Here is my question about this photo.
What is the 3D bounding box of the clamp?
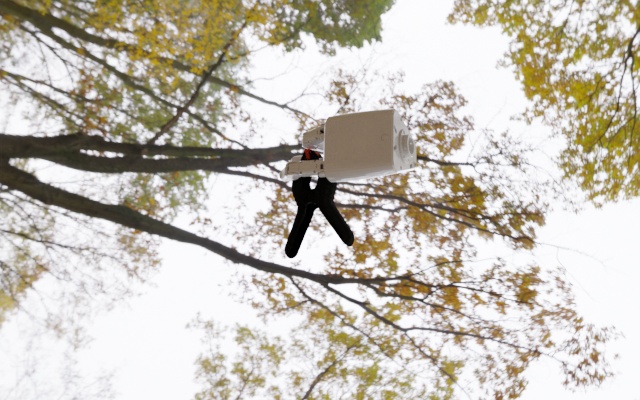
[{"bbox_3d":[0.000,0.002,0.726,0.120,0.171,0.039,-4,-12,29],"label":"clamp"}]
